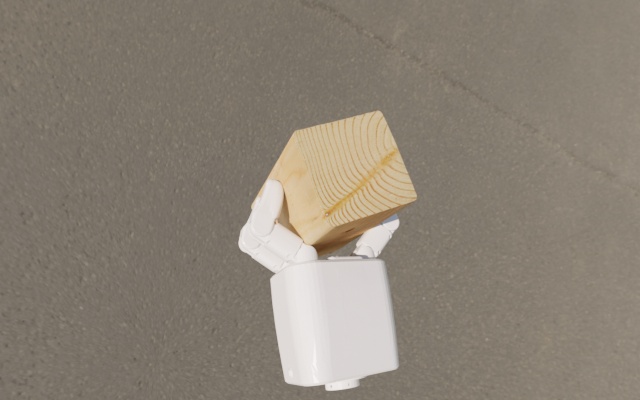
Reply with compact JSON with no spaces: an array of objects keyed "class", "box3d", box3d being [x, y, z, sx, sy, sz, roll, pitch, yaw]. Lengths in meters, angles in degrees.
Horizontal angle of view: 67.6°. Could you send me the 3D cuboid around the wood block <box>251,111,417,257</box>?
[{"class":"wood block","box3d":[0.001,0.002,0.497,0.091,0.090,0.206,-17,-12,-23]}]
